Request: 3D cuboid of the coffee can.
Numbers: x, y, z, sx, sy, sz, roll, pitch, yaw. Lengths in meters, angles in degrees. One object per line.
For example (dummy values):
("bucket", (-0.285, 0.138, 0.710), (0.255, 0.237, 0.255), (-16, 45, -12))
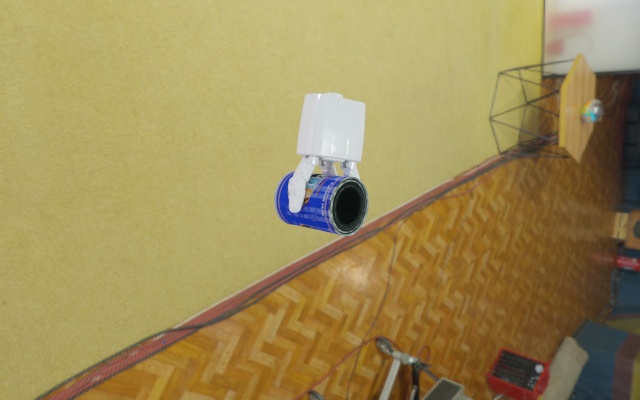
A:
("coffee can", (0.000, 0.003, 0.856), (0.140, 0.103, 0.103), (9, 6, 43))
